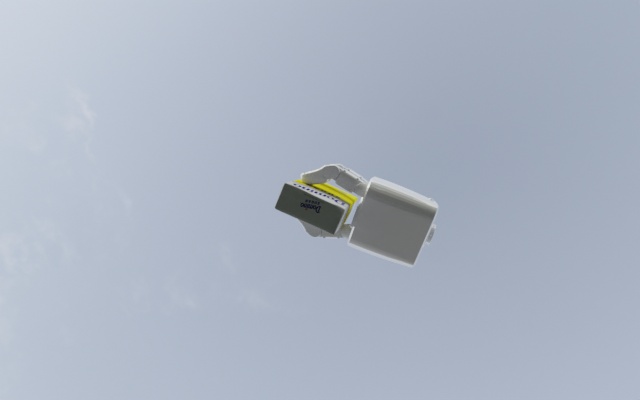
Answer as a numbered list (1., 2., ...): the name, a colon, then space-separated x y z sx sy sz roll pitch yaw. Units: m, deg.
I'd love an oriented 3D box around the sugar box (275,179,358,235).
1. sugar box: 0.000 0.002 0.726 0.093 0.048 0.176 24 7 6
